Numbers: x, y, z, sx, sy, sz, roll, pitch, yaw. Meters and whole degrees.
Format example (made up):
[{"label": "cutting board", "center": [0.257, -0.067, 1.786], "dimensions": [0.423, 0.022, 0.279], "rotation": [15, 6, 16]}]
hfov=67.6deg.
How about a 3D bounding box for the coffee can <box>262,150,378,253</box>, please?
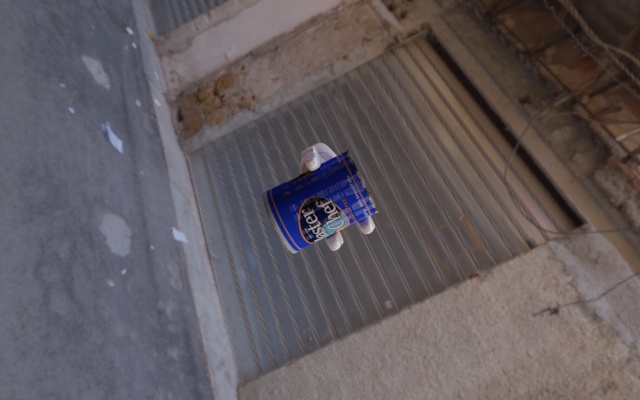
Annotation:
[{"label": "coffee can", "center": [0.000, 0.002, 0.706], "dimensions": [0.140, 0.103, 0.103], "rotation": [-26, -3, 5]}]
